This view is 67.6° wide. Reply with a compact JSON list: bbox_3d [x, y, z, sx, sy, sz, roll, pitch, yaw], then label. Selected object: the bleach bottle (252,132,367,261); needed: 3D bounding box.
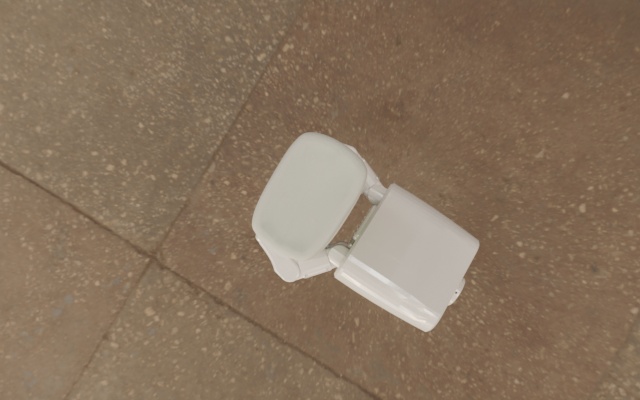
[{"bbox_3d":[0.000,0.002,0.491,0.068,0.102,0.251,32,2,5],"label":"bleach bottle"}]
